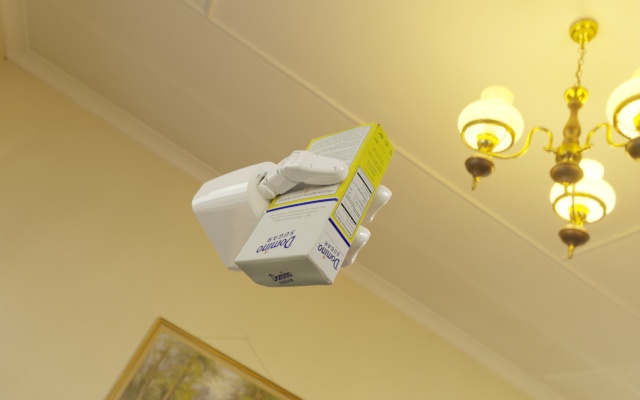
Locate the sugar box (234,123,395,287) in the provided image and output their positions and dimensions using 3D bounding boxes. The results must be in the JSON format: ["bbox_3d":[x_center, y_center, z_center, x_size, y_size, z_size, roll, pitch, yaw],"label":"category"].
[{"bbox_3d":[0.000,0.002,0.458,0.093,0.176,0.048,-10,-49,41],"label":"sugar box"}]
